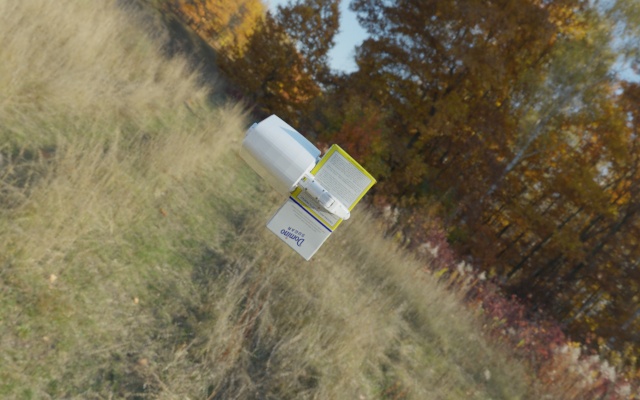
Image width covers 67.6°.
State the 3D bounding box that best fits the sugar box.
[{"bbox_3d":[0.000,0.002,0.791,0.093,0.176,0.048,41,5,-6],"label":"sugar box"}]
